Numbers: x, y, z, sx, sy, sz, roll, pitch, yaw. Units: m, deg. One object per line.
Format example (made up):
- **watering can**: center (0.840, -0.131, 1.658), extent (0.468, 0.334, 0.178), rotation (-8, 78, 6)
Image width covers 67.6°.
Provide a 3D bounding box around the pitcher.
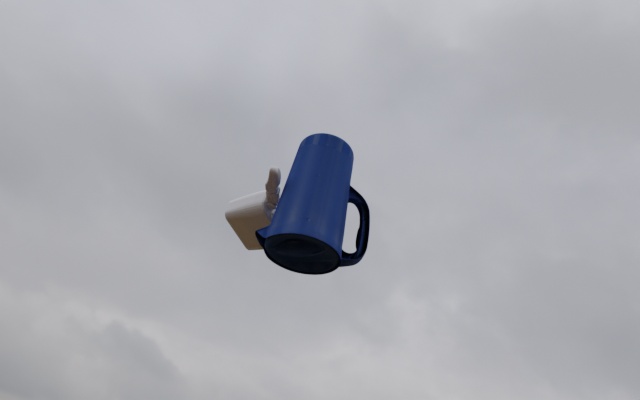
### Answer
- **pitcher**: center (0.000, 0.003, 0.851), extent (0.145, 0.242, 0.149), rotation (-15, -44, 35)
